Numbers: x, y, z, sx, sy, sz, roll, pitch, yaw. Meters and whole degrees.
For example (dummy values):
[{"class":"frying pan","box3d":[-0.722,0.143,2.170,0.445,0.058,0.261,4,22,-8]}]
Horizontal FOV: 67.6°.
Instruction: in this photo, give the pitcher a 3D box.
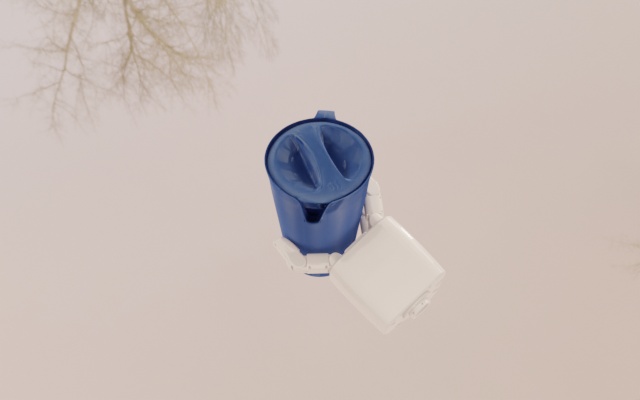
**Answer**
[{"class":"pitcher","box3d":[0.000,0.002,0.678,0.149,0.145,0.243,-36,-26,-21]}]
